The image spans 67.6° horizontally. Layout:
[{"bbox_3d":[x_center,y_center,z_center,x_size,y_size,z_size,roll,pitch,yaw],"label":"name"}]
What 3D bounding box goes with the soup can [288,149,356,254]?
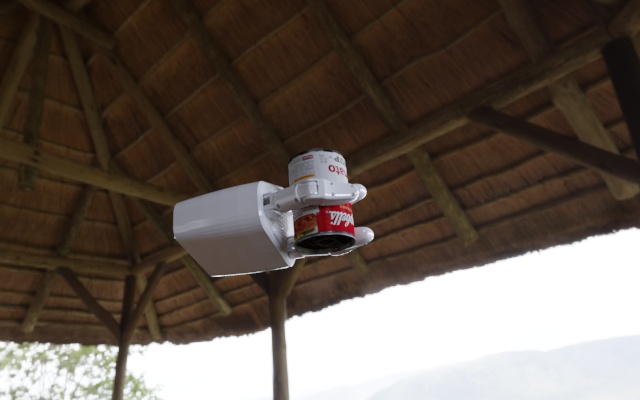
[{"bbox_3d":[0.000,0.001,0.537,0.068,0.102,0.068,-5,-23,-2],"label":"soup can"}]
